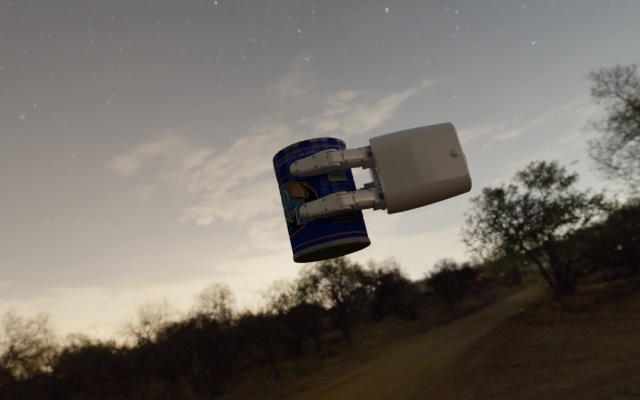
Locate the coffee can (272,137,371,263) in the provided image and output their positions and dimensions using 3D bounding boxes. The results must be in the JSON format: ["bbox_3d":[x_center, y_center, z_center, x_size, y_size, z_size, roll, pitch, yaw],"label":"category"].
[{"bbox_3d":[0.000,0.002,0.629,0.103,0.140,0.103,-12,-15,-3],"label":"coffee can"}]
